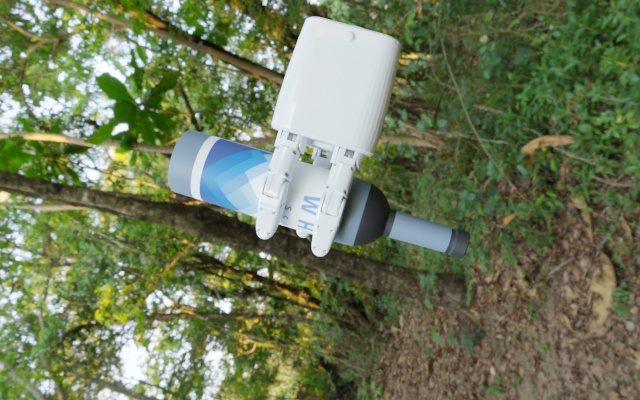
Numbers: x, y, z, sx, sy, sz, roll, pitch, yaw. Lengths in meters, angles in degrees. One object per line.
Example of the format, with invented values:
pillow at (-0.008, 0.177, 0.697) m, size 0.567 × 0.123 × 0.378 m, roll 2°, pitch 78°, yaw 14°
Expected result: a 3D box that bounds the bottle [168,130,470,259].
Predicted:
bottle at (0.000, 0.002, 0.476) m, size 0.295 × 0.069 × 0.069 m, roll 17°, pitch 1°, yaw 5°
